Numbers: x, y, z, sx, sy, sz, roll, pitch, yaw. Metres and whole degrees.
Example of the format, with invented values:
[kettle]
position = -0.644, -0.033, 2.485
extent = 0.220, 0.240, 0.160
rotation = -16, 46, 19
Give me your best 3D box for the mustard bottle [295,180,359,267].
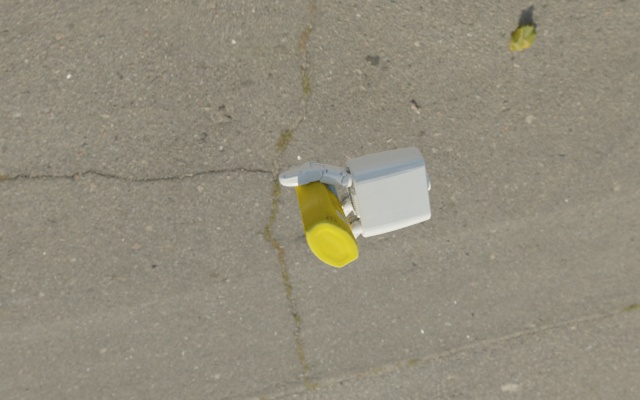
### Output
[mustard bottle]
position = 0.000, 0.003, 0.704
extent = 0.058, 0.191, 0.096
rotation = -33, -52, 13
